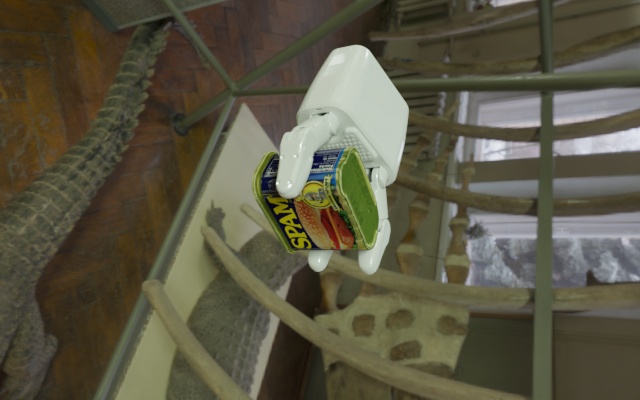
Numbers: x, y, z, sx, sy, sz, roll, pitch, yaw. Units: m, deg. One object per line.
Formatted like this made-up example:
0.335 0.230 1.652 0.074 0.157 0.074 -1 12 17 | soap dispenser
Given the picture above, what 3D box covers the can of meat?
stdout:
0.000 0.001 0.432 0.084 0.102 0.057 -3 43 26 | can of meat
